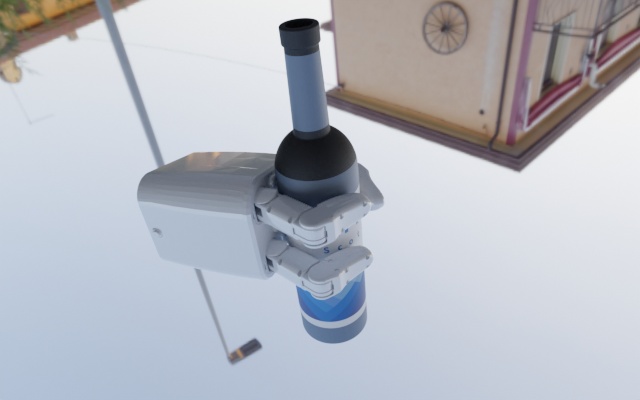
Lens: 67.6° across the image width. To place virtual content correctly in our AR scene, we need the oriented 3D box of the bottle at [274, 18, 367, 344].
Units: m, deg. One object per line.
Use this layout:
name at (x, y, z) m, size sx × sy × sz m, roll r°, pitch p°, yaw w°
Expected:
bottle at (0.000, 0.002, 0.402) m, size 0.069 × 0.296 × 0.069 m, roll -5°, pitch 36°, yaw 3°
